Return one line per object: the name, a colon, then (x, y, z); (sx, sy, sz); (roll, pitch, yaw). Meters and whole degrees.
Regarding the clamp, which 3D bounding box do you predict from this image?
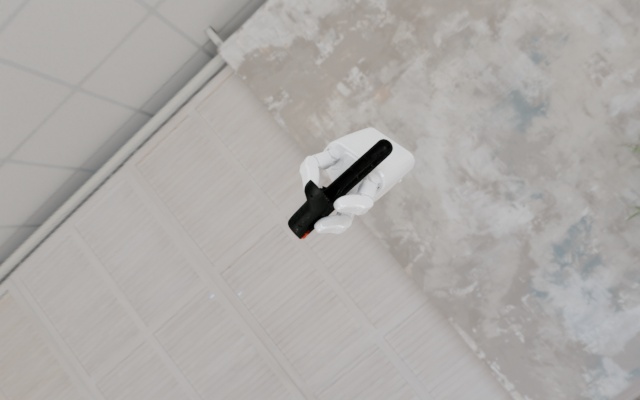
clamp: (-0.001, 0.002, 0.680); (0.164, 0.036, 0.210); (-28, -14, -45)
